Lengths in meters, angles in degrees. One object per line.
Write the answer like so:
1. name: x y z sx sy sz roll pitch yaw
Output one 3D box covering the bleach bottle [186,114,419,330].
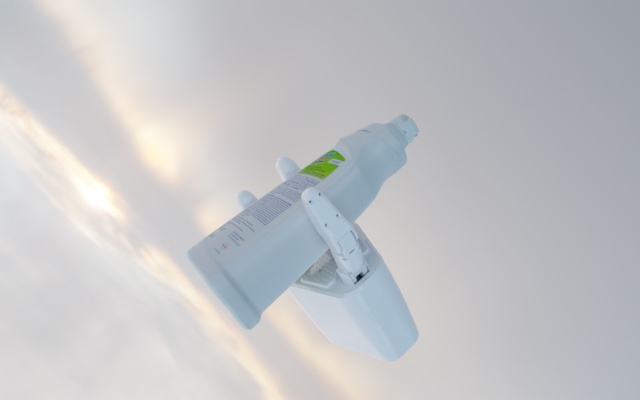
1. bleach bottle: 0.000 0.001 0.447 0.251 0.068 0.102 -39 28 -15
